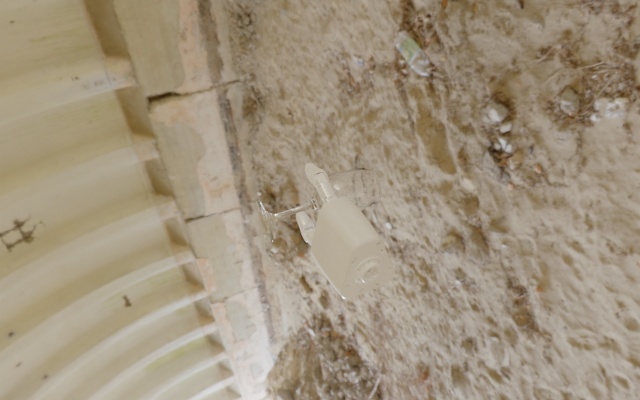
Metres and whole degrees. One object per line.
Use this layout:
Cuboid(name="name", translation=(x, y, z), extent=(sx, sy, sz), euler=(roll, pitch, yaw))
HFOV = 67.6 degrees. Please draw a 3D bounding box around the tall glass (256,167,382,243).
Cuboid(name="tall glass", translation=(-0.001, 0.003, 0.792), extent=(0.201, 0.079, 0.079), euler=(-19, 6, -16))
